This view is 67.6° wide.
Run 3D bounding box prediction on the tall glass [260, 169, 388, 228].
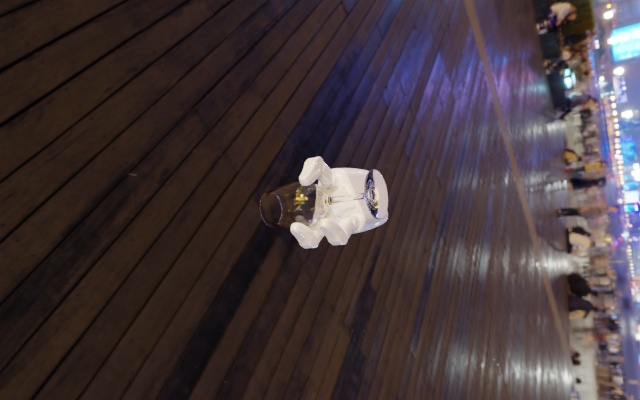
[{"bbox_3d":[0.001,0.002,0.753,0.201,0.079,0.079,-8,-4,32],"label":"tall glass"}]
